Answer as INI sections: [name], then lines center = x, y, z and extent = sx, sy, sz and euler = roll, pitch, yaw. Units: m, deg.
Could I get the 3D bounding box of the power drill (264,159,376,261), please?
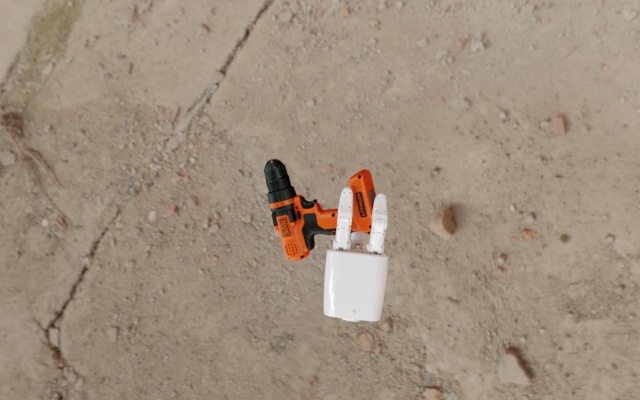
[power drill]
center = 0.001, 0.003, 0.819
extent = 0.187, 0.184, 0.057
euler = -12, 8, 24
